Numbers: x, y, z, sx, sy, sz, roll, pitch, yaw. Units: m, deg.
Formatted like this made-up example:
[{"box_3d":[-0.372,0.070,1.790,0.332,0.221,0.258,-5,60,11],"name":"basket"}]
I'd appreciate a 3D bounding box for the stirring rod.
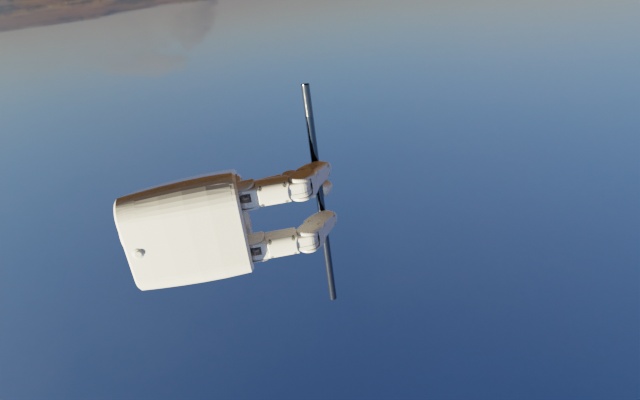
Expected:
[{"box_3d":[0.000,0.002,0.489,0.011,0.240,0.011,-6,25,3],"name":"stirring rod"}]
